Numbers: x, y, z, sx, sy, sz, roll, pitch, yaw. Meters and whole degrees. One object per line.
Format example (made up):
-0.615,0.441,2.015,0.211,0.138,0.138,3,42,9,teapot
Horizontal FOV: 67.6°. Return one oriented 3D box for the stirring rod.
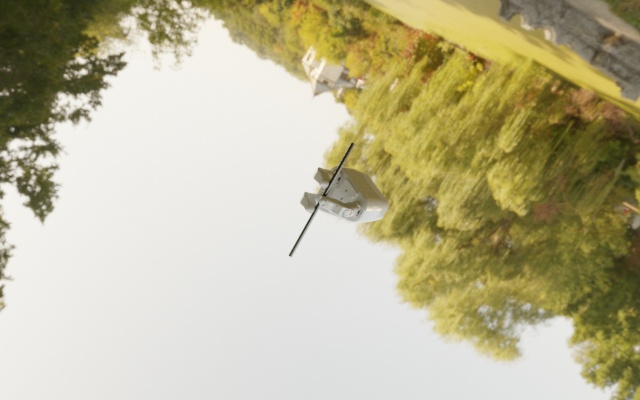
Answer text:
0.000,0.003,0.854,0.011,0.239,0.011,27,17,-9,stirring rod
